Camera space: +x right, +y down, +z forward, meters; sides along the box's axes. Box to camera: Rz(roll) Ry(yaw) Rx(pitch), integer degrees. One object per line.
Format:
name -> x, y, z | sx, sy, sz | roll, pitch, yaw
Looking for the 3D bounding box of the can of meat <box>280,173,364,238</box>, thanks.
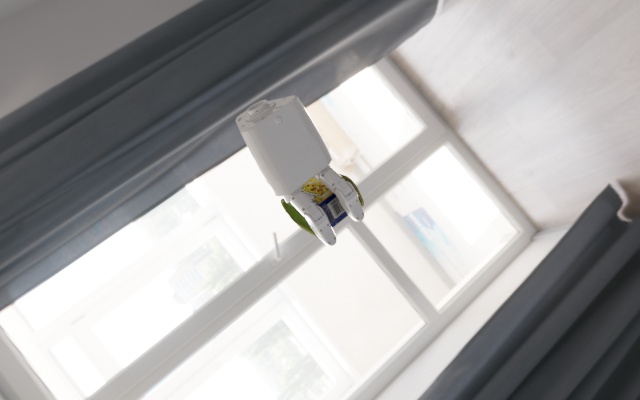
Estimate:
can of meat -> 0.000, 0.003, 0.714 | 0.084, 0.057, 0.102 | -38, 31, -18
